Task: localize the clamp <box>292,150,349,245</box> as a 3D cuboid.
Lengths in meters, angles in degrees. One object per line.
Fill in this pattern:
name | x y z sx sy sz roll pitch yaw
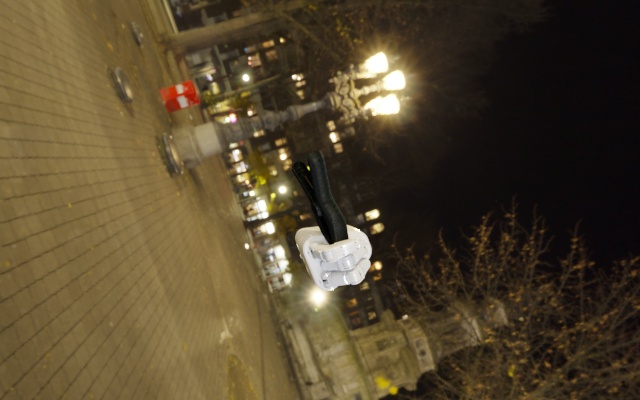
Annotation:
clamp | 0.001 0.002 0.769 0.039 0.171 0.120 -20 11 -12
